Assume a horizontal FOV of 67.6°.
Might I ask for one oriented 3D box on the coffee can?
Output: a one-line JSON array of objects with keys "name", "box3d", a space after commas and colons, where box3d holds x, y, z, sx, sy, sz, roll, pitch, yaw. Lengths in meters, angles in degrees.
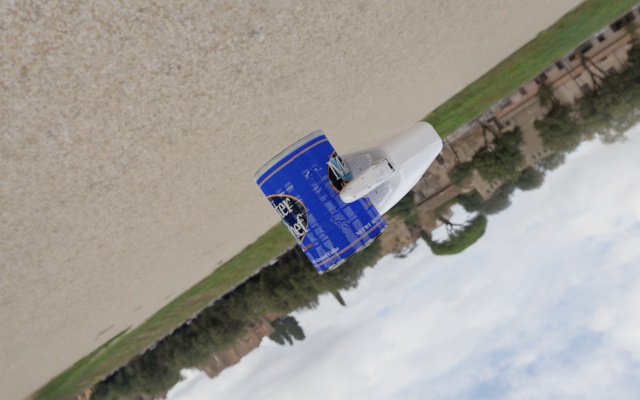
[{"name": "coffee can", "box3d": [0.000, 0.002, 0.574, 0.103, 0.140, 0.103, -35, -1, -1]}]
